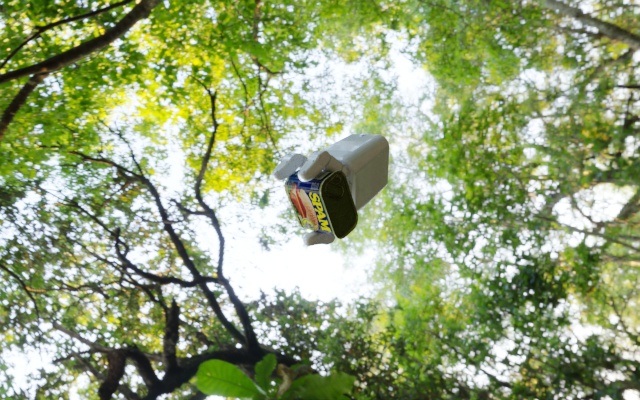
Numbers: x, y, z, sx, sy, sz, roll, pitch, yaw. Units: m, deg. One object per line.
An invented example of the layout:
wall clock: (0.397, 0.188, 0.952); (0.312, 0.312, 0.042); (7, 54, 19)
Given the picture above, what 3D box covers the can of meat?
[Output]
can of meat: (0.000, 0.002, 0.732); (0.084, 0.102, 0.057); (9, 39, 44)
